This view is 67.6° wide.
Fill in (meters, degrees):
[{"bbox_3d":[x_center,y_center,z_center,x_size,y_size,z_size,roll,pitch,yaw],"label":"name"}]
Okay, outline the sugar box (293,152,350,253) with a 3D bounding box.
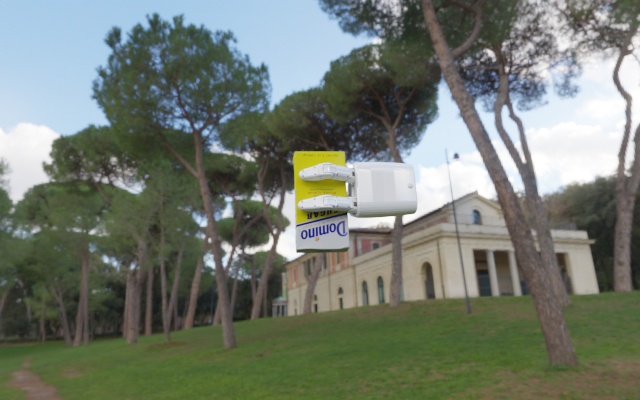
[{"bbox_3d":[0.000,0.003,0.842,0.093,0.176,0.048,-1,-16,-6],"label":"sugar box"}]
